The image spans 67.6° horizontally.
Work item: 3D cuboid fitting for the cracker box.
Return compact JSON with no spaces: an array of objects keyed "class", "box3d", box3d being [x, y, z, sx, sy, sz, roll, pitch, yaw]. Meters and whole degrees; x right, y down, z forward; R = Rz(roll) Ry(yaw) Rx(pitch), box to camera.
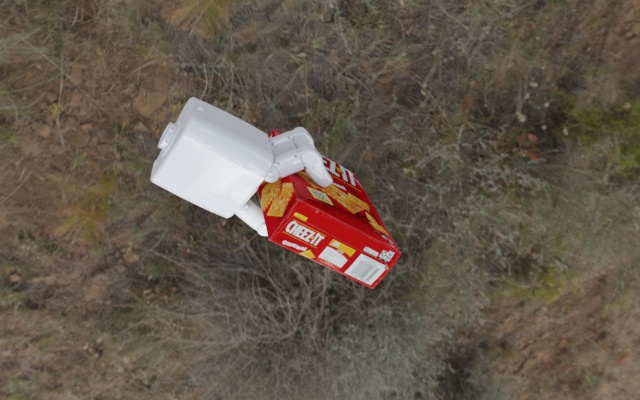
[{"class":"cracker box","box3d":[0.000,0.002,0.647,0.164,0.072,0.213,28,20,-27]}]
